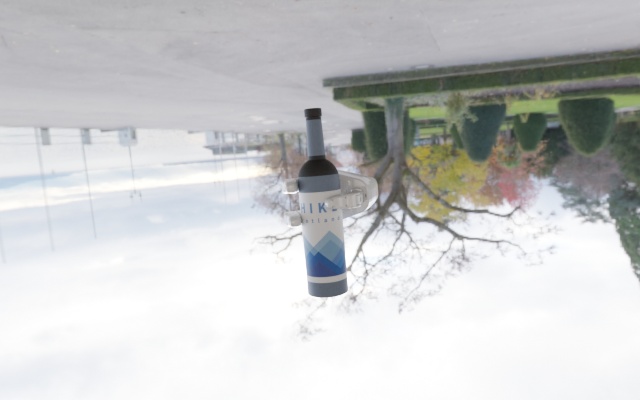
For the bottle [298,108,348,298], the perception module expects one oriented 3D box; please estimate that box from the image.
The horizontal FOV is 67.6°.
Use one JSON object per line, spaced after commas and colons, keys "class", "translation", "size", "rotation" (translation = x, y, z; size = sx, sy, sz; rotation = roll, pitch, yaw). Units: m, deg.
{"class": "bottle", "translation": [0.000, 0.003, 0.761], "size": [0.069, 0.296, 0.069], "rotation": [-5, 6, 1]}
